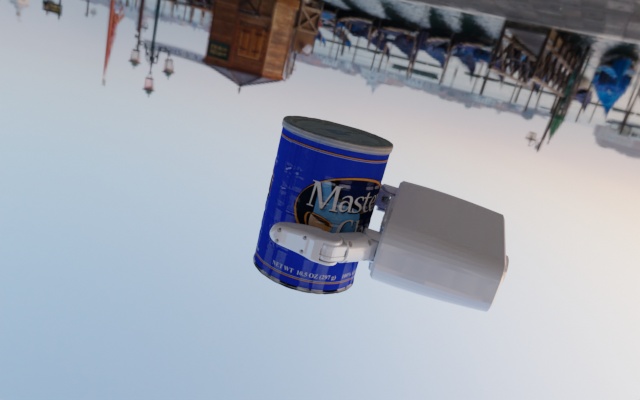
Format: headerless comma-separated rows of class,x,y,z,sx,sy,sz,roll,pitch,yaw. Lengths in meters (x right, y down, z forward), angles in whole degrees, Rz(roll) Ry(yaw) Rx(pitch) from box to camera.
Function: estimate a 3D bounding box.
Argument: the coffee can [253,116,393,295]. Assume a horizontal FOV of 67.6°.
coffee can,0.000,0.001,0.451,0.103,0.140,0.102,13,17,-4
